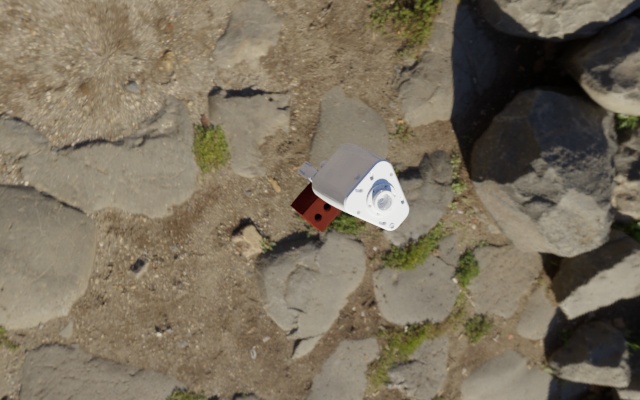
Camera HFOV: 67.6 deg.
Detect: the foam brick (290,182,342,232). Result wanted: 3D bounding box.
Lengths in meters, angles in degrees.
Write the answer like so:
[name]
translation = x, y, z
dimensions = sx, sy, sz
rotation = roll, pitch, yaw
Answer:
[foam brick]
translation = 0.000, 0.003, 0.786
dimensions = 0.053, 0.078, 0.051
rotation = 43, -3, -33
